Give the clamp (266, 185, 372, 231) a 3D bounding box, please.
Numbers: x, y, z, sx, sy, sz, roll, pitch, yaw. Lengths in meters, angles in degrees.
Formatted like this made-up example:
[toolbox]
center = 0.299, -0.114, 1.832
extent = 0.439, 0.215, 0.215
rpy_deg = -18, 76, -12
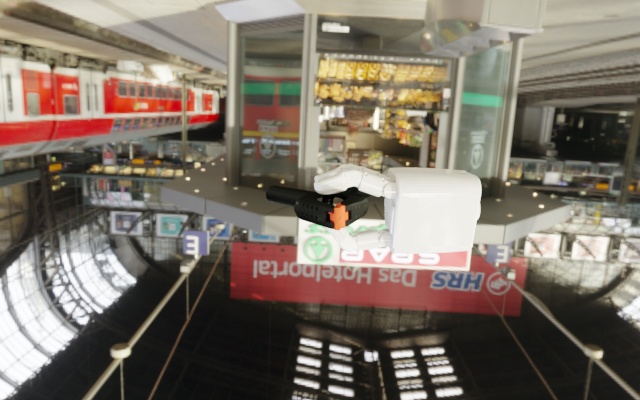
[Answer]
[clamp]
center = 0.000, 0.003, 0.642
extent = 0.164, 0.036, 0.210
rpy_deg = -3, 11, 0
